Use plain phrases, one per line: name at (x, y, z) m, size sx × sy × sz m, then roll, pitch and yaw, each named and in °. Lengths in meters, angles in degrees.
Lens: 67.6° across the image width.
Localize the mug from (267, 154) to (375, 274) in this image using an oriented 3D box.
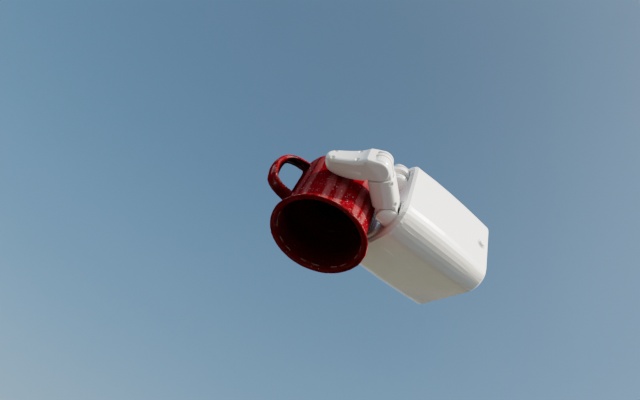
mug at (-0.001, 0.001, 0.458) m, size 0.093 × 0.117 × 0.081 m, roll -42°, pitch 13°, yaw 40°
